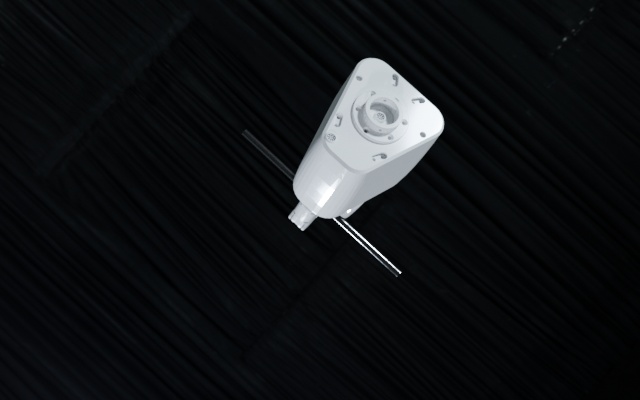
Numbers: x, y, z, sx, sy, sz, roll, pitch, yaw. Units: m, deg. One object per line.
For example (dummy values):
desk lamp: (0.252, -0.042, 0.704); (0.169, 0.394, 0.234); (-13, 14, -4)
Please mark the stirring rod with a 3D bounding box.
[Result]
stirring rod: (0.000, 0.002, 0.547); (0.239, 0.011, 0.011); (43, 3, 3)
